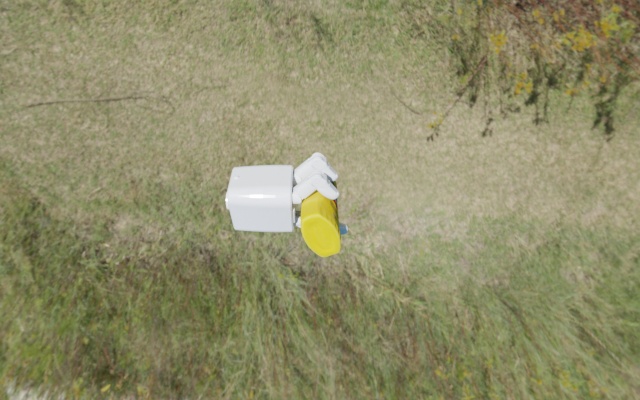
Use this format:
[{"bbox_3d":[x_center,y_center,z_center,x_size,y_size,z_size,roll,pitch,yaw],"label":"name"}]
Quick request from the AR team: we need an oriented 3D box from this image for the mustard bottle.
[{"bbox_3d":[0.000,0.003,0.840,0.058,0.096,0.191,-20,35,14],"label":"mustard bottle"}]
